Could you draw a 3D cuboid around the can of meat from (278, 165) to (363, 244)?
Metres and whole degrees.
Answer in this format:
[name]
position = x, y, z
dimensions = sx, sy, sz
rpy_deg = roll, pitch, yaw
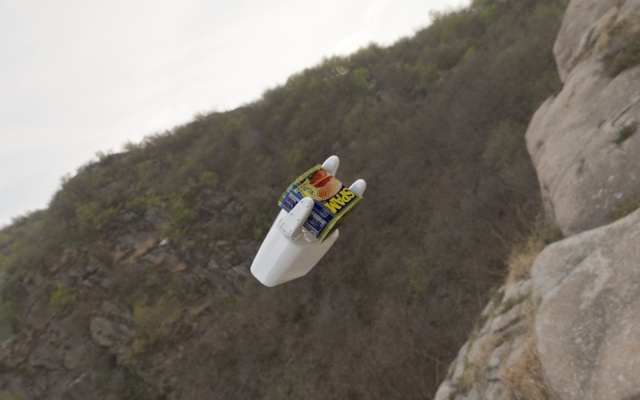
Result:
[can of meat]
position = 0.000, 0.002, 0.695
dimensions = 0.084, 0.057, 0.102
rpy_deg = 40, 37, 9
